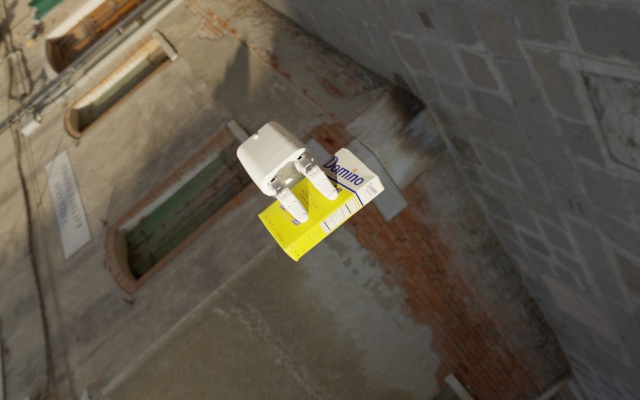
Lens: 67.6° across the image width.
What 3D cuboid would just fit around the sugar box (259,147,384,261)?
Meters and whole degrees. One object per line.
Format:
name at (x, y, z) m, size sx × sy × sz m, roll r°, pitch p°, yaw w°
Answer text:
sugar box at (0.000, 0.002, 0.735) m, size 0.093 × 0.176 × 0.048 m, roll 47°, pitch -3°, yaw 40°
